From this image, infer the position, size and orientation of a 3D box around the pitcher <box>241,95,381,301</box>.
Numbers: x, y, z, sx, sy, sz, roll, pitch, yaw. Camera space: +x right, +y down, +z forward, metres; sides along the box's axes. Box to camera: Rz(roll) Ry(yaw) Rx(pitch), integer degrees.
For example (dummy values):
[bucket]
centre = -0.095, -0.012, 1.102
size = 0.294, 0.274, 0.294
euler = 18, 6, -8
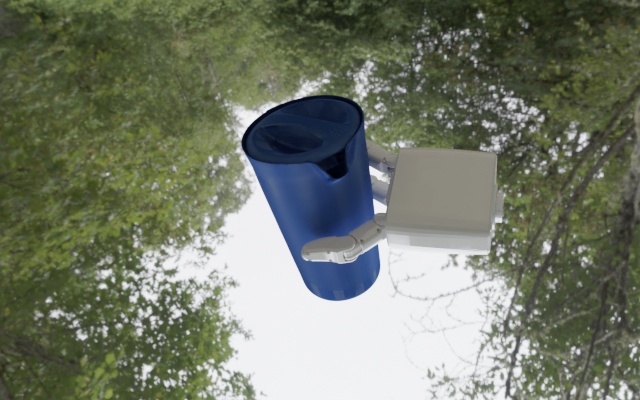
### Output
[pitcher]
centre = 0.000, 0.002, 0.582
size = 0.145, 0.243, 0.149
euler = 2, 42, 20
